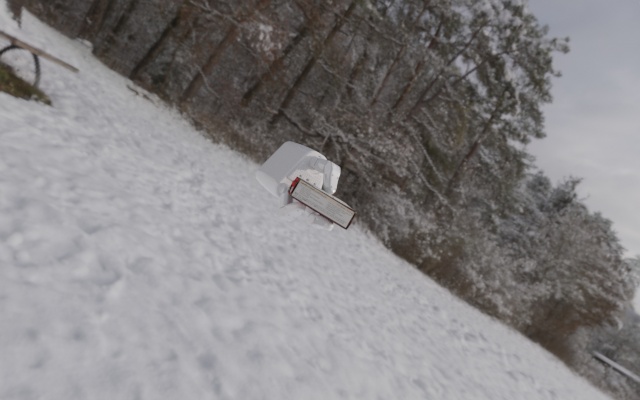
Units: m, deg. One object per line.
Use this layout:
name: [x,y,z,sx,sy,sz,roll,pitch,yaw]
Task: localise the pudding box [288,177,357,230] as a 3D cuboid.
pudding box: [0.000,0.003,0.814,0.113,0.039,0.090,29,3,-7]
